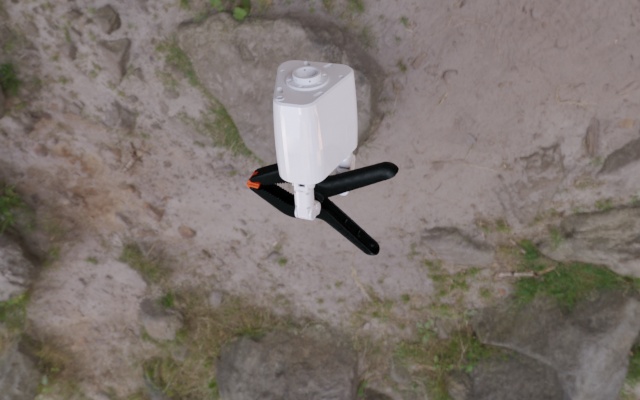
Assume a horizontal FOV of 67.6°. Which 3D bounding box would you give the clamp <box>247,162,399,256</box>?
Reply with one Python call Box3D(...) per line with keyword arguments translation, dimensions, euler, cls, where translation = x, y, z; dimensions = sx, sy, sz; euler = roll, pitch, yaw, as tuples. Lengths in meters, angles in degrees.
Box3D(translation=(-0.001, 0.002, 0.670), dimensions=(0.210, 0.165, 0.036), euler=(10, 41, 14), cls="clamp")
